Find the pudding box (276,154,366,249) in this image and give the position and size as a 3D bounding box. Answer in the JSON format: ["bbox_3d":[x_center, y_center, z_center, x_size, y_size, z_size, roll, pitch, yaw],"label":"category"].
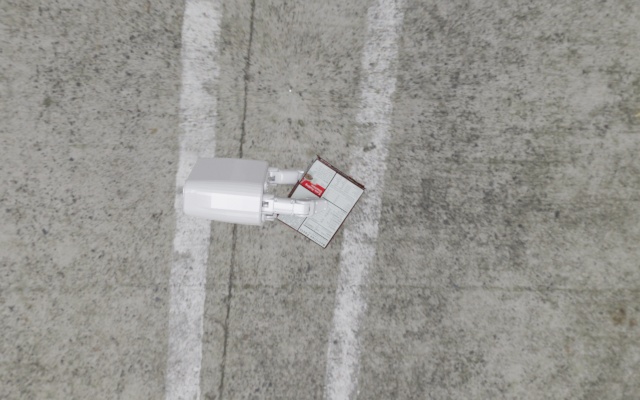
[{"bbox_3d":[0.000,0.002,0.713,0.090,0.113,0.039,33,10,-8],"label":"pudding box"}]
